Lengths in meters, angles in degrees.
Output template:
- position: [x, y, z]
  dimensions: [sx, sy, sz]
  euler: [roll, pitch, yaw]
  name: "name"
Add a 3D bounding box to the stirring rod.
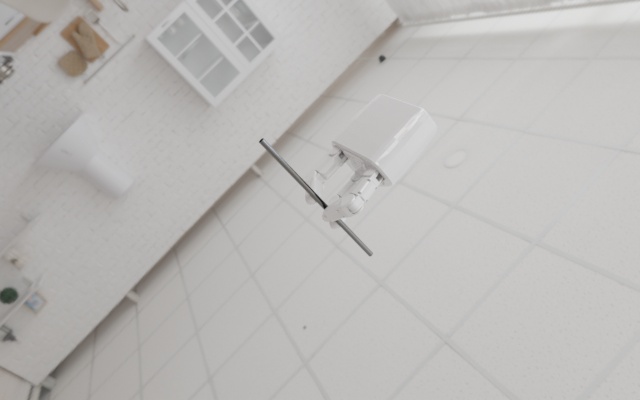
- position: [0.000, 0.002, 0.652]
  dimensions: [0.240, 0.011, 0.011]
  euler: [46, -25, -27]
  name: "stirring rod"
